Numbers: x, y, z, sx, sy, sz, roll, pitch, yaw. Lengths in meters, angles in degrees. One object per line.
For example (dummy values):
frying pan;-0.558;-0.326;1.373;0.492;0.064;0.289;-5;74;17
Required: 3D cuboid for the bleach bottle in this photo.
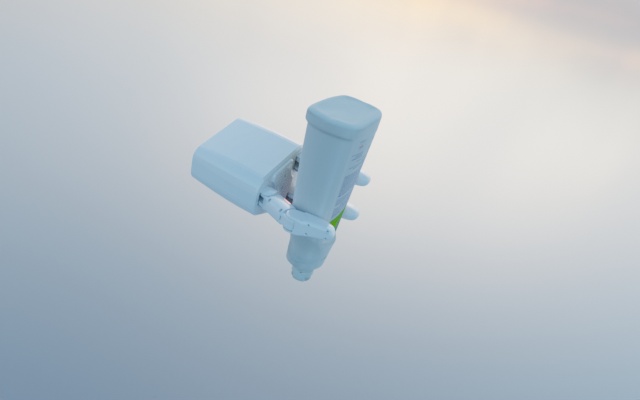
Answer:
bleach bottle;0.000;0.002;0.590;0.068;0.251;0.102;28;32;18
